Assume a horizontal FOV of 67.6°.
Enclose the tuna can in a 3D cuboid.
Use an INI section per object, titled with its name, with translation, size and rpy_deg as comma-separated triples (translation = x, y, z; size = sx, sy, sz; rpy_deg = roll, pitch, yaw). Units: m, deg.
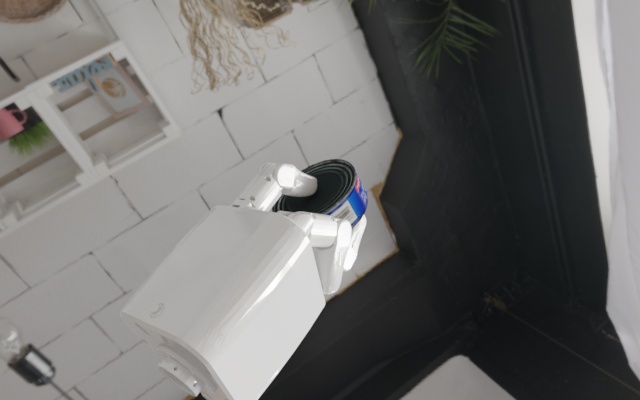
[tuna can]
translation = 0.000, 0.002, 0.446
size = 0.086, 0.034, 0.086
rpy_deg = -22, 34, 15
